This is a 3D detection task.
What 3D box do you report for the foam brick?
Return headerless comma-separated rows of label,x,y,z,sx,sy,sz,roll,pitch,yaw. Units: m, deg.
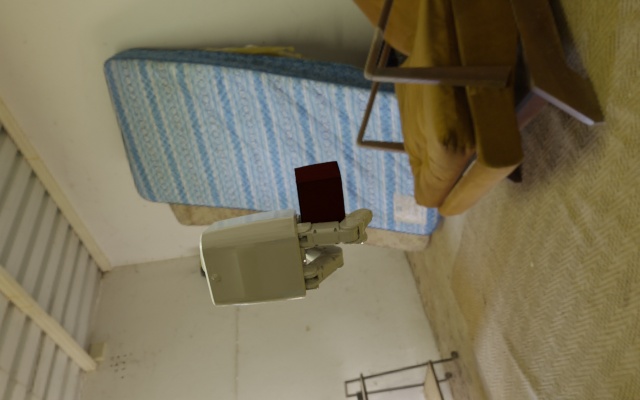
foam brick,0.000,0.001,0.547,0.051,0.078,0.053,-7,24,-1
